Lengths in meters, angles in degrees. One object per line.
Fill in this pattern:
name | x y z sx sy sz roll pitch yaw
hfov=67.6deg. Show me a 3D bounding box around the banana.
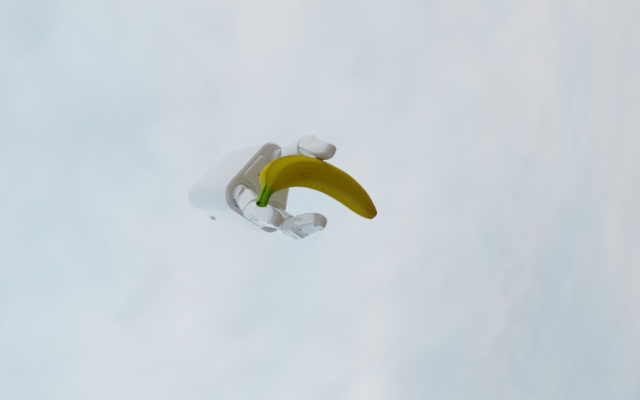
banana | -0.003 -0.017 0.572 0.198 0.069 0.037 7 -11 -44
